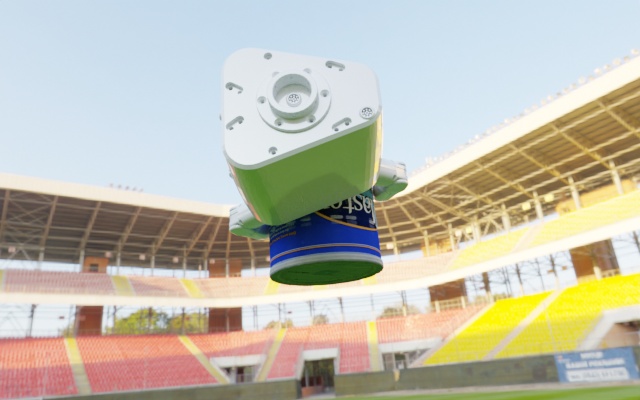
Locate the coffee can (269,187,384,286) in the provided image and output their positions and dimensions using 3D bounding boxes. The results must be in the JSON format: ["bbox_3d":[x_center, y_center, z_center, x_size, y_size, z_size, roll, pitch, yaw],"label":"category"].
[{"bbox_3d":[0.000,0.002,0.452,0.103,0.140,0.103,-4,-21,-2],"label":"coffee can"}]
